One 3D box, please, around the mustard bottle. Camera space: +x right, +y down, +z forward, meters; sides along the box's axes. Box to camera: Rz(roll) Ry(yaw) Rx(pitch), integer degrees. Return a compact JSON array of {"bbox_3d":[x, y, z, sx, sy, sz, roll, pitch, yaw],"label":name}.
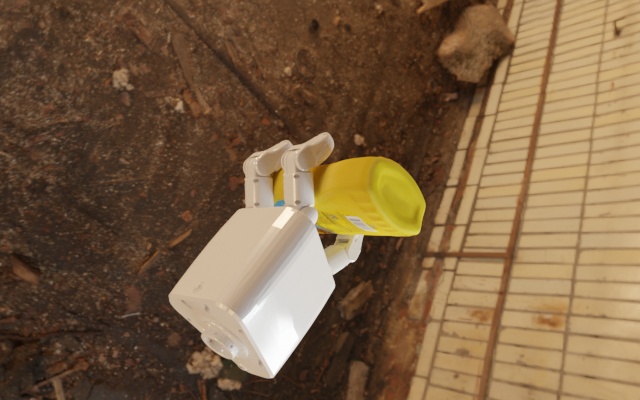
[{"bbox_3d":[0.000,0.001,0.479,0.191,0.058,0.096,-3,-27,43],"label":"mustard bottle"}]
